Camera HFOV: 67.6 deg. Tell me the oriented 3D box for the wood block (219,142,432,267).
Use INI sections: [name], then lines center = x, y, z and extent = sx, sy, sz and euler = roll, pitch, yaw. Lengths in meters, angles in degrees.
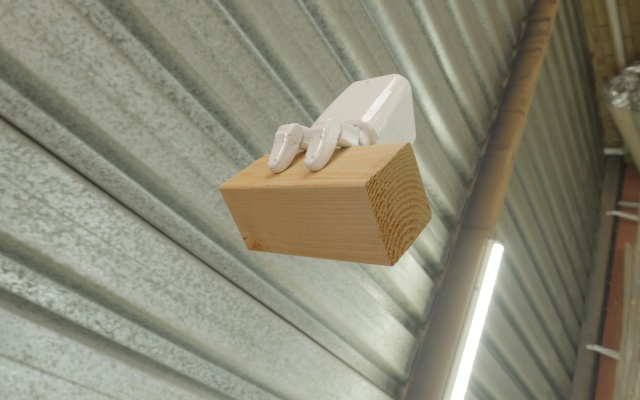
[wood block]
center = 0.000, 0.002, 0.517
extent = 0.206, 0.091, 0.090
euler = 0, 31, 42
